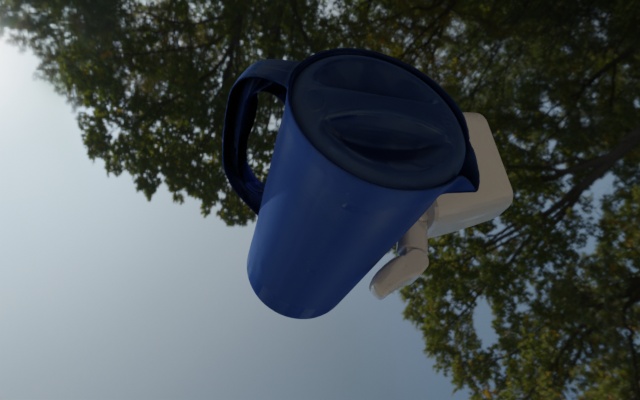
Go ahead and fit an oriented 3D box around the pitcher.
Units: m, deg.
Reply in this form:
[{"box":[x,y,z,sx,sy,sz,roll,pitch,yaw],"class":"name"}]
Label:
[{"box":[0.000,0.001,0.407,0.145,0.149,0.243,-12,-30,-28],"class":"pitcher"}]
